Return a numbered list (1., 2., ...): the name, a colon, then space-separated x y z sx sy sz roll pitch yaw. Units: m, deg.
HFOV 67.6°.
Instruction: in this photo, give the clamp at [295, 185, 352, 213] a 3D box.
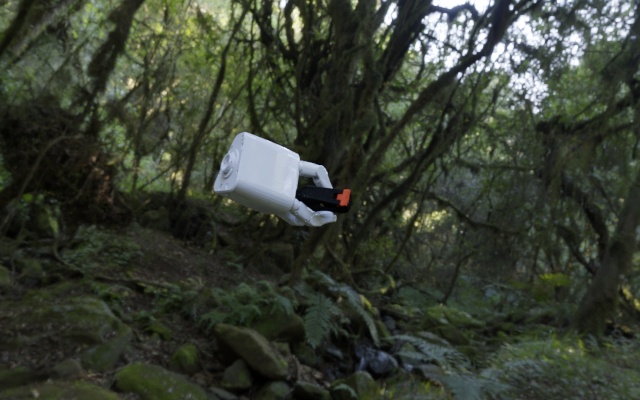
1. clamp: 0.000 0.002 0.854 0.164 0.036 0.210 20 -11 -32
